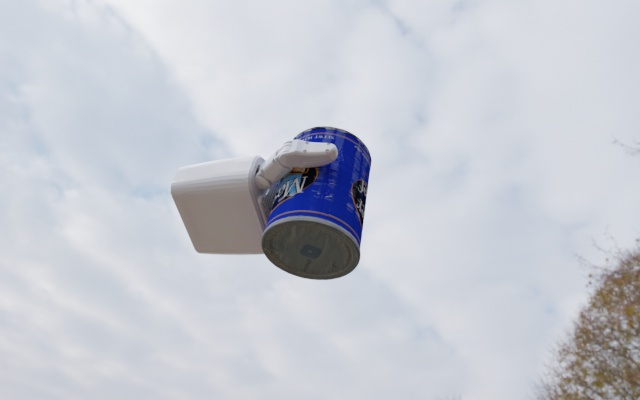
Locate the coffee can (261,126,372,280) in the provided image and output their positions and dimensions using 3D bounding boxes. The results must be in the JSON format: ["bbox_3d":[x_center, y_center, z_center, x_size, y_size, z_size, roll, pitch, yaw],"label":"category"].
[{"bbox_3d":[0.000,0.002,0.531,0.103,0.140,0.103,7,-41,6],"label":"coffee can"}]
